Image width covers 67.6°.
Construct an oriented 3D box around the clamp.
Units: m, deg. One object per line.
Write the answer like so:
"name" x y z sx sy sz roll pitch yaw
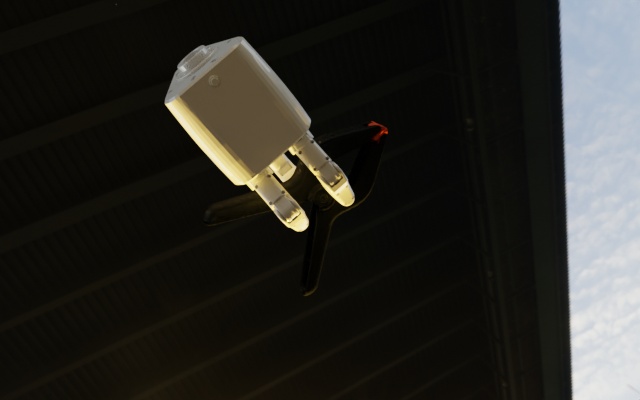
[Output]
"clamp" 0.000 0.001 0.530 0.165 0.210 0.036 50 -3 -31
